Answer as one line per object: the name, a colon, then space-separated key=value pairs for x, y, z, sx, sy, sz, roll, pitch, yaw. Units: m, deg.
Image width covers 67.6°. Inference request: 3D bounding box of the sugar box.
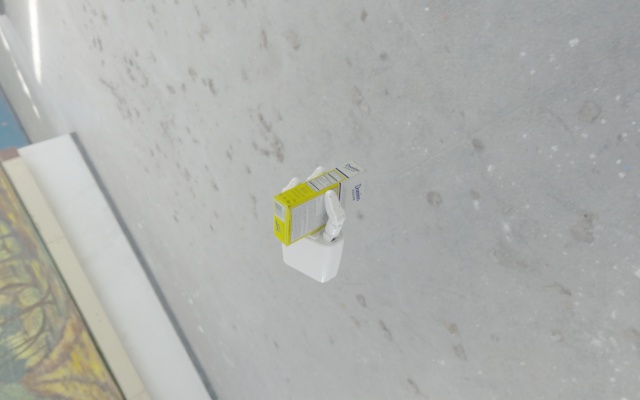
sugar box: x=0.000 y=0.003 z=0.844 sx=0.176 sy=0.093 sz=0.048 roll=-28 pitch=50 yaw=-32
